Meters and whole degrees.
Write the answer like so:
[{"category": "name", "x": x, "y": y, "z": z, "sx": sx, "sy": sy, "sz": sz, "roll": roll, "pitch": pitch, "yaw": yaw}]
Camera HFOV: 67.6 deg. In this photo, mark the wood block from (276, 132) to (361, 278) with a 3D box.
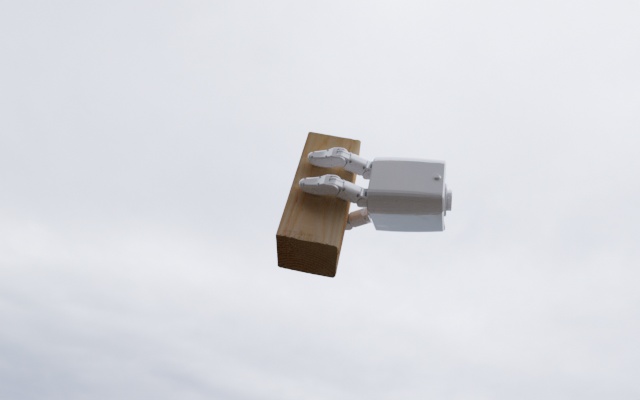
[{"category": "wood block", "x": 0.001, "y": 0.003, "z": 0.738, "sx": 0.090, "sy": 0.206, "sz": 0.091, "roll": 10, "pitch": -38, "yaw": 6}]
